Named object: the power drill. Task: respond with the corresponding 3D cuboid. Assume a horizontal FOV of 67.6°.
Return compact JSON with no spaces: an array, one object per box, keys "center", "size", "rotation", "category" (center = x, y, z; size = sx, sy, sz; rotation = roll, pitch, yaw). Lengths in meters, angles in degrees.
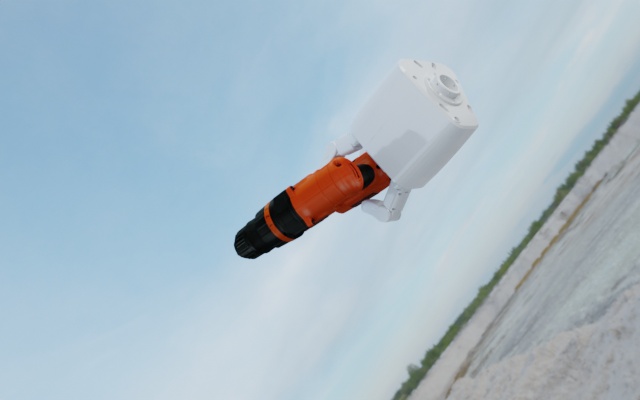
[{"center":[0.000,0.002,0.588],"size":[0.184,0.057,0.187],"rotation":[-32,-3,30],"category":"power drill"}]
